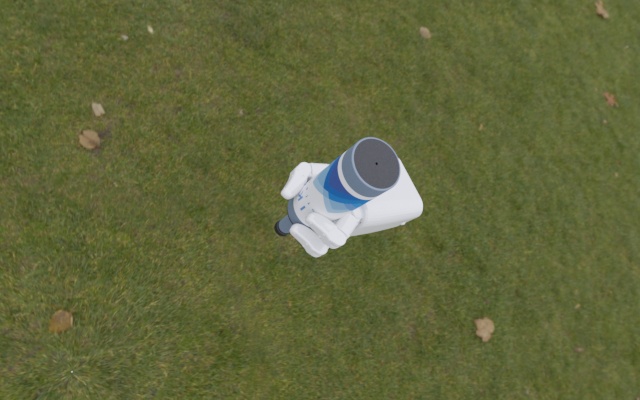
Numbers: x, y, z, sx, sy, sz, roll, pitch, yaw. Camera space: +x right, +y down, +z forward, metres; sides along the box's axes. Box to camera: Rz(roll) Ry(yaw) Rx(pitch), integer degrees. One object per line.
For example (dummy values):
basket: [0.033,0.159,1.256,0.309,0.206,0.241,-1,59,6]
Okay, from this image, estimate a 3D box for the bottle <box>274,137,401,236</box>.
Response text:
bottle: [0.000,0.002,0.670,0.069,0.069,0.296,0,-18,-27]
